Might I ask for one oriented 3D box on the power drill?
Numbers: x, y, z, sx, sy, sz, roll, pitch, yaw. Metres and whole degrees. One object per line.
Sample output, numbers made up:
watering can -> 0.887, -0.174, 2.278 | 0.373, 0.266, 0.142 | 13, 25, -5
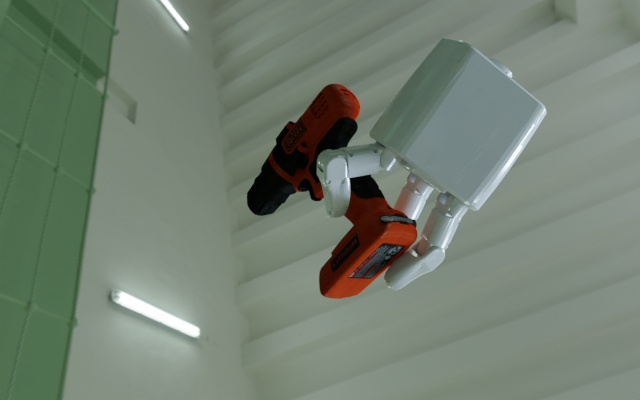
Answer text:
power drill -> 0.000, 0.002, 0.487 | 0.057, 0.187, 0.184 | 6, -46, -43
